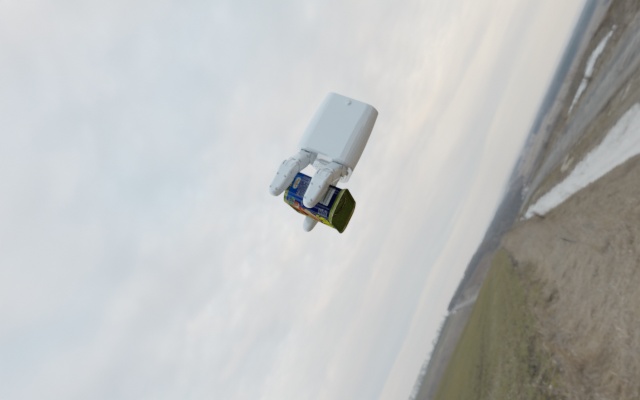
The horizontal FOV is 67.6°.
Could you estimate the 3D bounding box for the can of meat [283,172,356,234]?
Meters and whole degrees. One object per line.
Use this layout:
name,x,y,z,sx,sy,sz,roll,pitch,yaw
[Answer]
can of meat,0.000,0.002,0.730,0.084,0.057,0.102,23,-9,18
